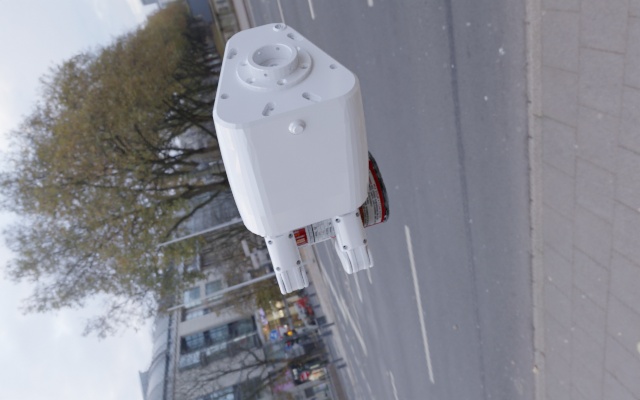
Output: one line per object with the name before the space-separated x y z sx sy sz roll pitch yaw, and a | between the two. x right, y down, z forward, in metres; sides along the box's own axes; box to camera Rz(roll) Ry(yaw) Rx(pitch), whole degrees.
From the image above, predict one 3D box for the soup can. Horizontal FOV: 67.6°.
soup can | 0.000 0.002 0.416 0.102 0.068 0.068 -17 2 -7
